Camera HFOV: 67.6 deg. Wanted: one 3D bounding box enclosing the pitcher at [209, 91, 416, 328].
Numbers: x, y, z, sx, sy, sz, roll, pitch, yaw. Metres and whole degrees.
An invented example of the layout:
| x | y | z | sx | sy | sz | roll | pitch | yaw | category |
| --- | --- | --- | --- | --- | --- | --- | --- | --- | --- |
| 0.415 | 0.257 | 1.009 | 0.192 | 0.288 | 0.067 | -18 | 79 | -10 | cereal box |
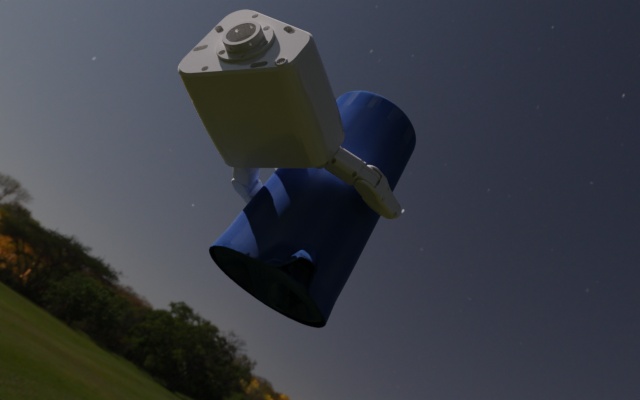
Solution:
| x | y | z | sx | sy | sz | roll | pitch | yaw | category |
| --- | --- | --- | --- | --- | --- | --- | --- | --- | --- |
| 0.000 | 0.002 | 0.517 | 0.149 | 0.242 | 0.145 | 18 | -30 | 31 | pitcher |
